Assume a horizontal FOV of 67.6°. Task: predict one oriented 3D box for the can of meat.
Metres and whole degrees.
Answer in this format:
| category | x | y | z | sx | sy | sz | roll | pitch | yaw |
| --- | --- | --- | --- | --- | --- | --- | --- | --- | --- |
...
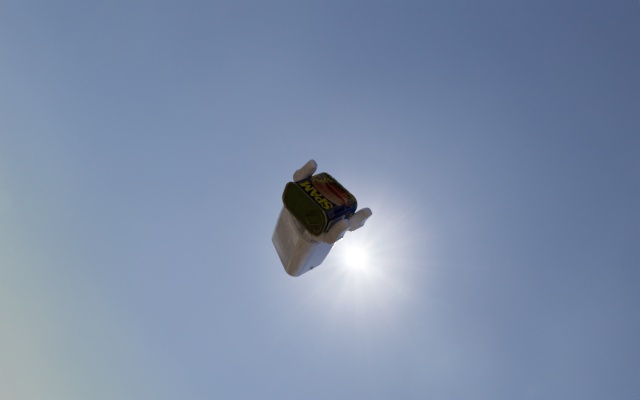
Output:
| category | x | y | z | sx | sy | sz | roll | pitch | yaw |
| --- | --- | --- | --- | --- | --- | --- | --- | --- | --- |
| can of meat | 0.000 | 0.002 | 0.811 | 0.084 | 0.057 | 0.102 | -22 | 56 | -41 |
